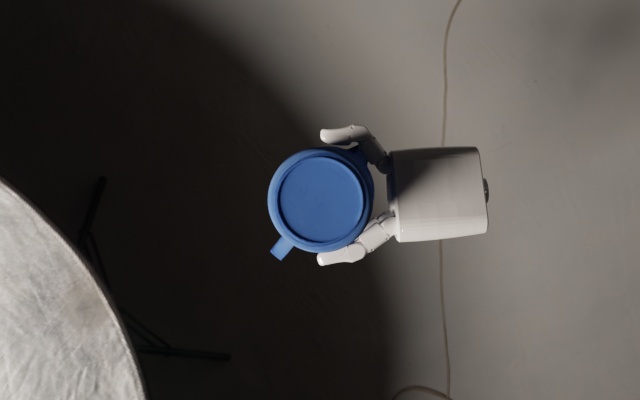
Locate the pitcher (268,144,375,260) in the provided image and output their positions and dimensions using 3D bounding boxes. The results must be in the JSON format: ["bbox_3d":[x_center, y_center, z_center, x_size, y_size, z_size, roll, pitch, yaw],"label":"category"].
[{"bbox_3d":[0.000,0.002,0.594,0.145,0.149,0.243,-4,3,4],"label":"pitcher"}]
